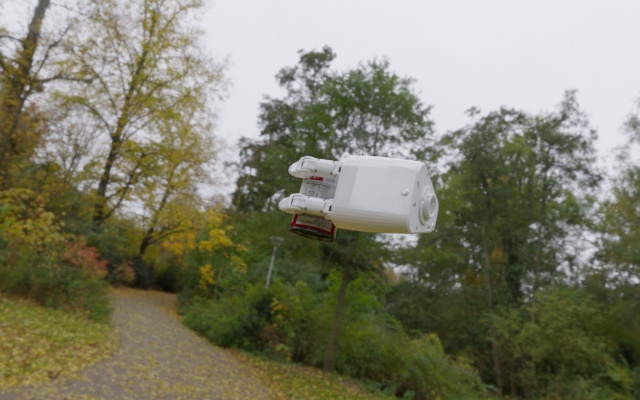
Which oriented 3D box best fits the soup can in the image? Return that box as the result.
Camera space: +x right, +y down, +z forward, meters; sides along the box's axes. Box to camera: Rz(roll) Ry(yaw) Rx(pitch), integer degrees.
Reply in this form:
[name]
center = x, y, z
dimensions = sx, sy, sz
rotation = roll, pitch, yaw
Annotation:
[soup can]
center = 0.000, 0.002, 0.693
dimensions = 0.068, 0.102, 0.068
rotation = 14, -13, 3
